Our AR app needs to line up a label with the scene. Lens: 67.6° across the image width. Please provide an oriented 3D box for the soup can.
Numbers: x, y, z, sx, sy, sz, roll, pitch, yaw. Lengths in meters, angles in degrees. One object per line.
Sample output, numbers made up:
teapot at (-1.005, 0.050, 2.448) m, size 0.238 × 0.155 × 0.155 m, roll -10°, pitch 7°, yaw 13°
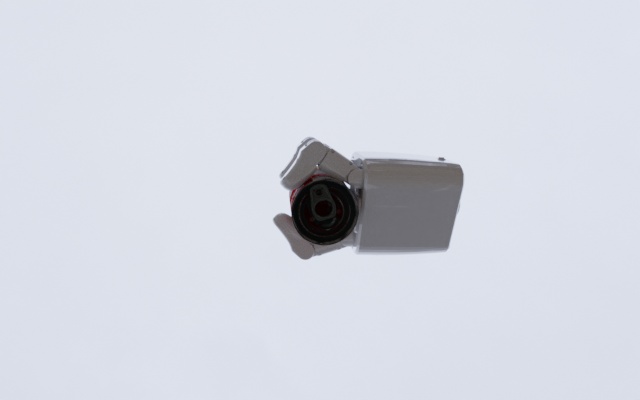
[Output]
soup can at (0.000, 0.002, 0.522) m, size 0.068 × 0.068 × 0.102 m, roll 0°, pitch 12°, yaw -5°
